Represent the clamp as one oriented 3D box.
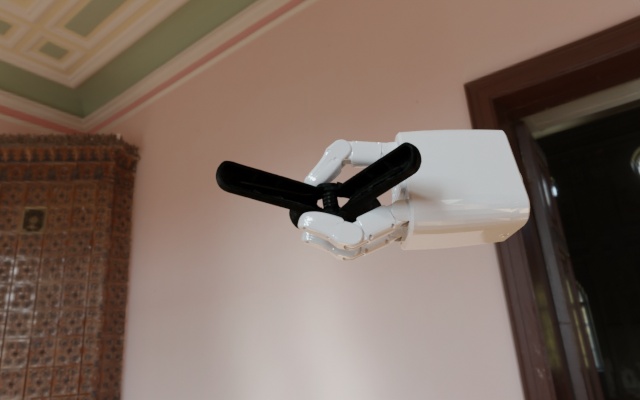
[{"bbox_3d":[0.000,0.001,0.460,0.164,0.036,0.210,-2,-19,2],"label":"clamp"}]
